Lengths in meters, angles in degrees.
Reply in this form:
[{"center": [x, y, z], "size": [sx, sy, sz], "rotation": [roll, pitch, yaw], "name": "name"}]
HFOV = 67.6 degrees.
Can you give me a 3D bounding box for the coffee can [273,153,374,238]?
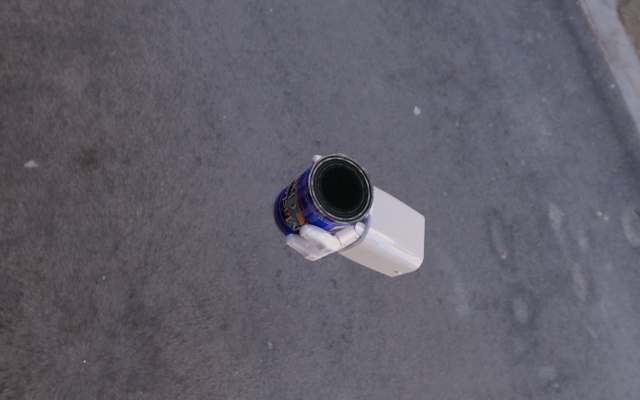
[{"center": [0.000, 0.002, 0.715], "size": [0.103, 0.102, 0.140], "rotation": [0, -17, -26], "name": "coffee can"}]
